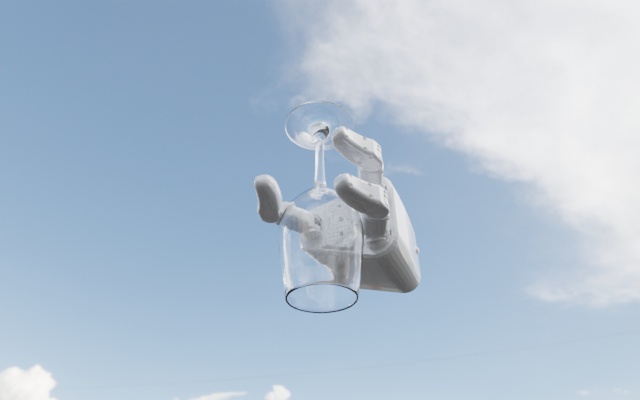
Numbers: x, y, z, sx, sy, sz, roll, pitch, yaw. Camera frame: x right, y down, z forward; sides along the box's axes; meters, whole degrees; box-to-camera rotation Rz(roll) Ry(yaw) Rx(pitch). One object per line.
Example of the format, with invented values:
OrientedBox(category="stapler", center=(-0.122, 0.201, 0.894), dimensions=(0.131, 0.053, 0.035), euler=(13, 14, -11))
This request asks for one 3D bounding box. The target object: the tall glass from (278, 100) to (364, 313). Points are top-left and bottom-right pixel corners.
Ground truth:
OrientedBox(category="tall glass", center=(0.000, 0.001, 0.455), dimensions=(0.079, 0.201, 0.079), euler=(0, -36, 0))
